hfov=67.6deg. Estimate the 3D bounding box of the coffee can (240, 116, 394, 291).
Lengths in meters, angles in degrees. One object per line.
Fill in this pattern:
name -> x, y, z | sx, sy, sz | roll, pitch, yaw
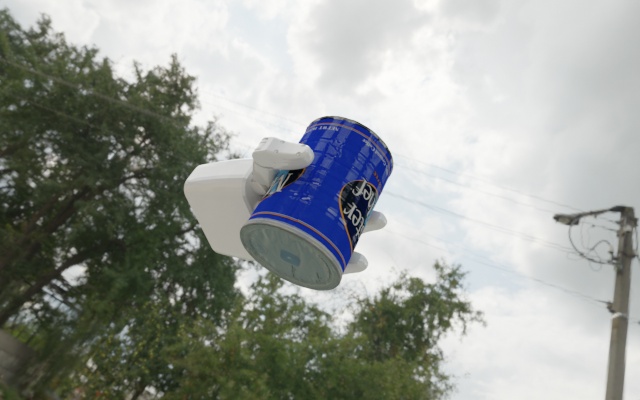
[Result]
coffee can -> 0.000, 0.002, 0.469 | 0.103, 0.140, 0.103 | 21, -32, 14
